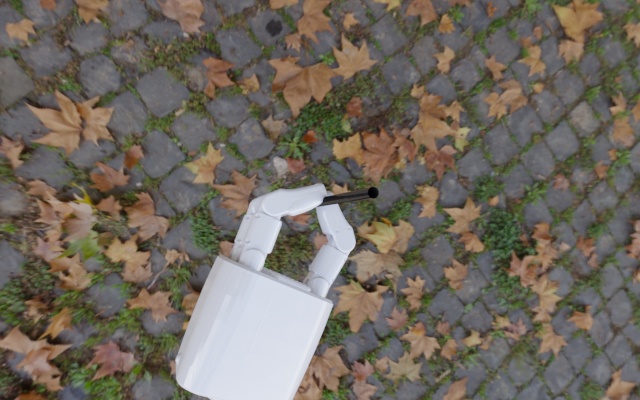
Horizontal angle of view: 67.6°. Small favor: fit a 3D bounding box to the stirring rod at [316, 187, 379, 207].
[{"bbox_3d":[0.000,0.002,0.435,0.011,0.011,0.239,0,-3,-17],"label":"stirring rod"}]
